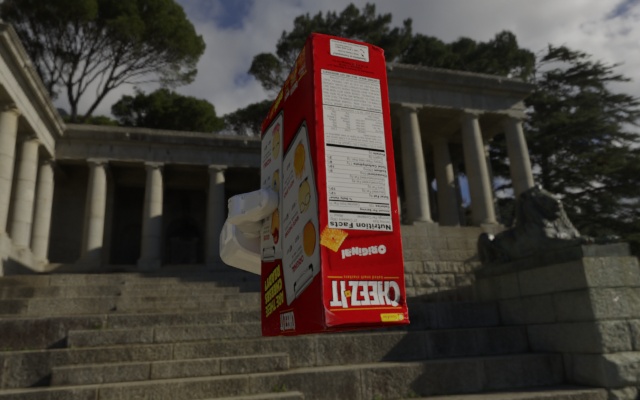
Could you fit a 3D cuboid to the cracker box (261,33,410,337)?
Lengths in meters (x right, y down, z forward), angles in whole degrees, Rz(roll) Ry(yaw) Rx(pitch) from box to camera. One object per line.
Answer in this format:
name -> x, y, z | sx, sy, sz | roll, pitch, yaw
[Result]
cracker box -> 0.000, 0.001, 0.402 | 0.072, 0.213, 0.164 | 3, -17, -20
